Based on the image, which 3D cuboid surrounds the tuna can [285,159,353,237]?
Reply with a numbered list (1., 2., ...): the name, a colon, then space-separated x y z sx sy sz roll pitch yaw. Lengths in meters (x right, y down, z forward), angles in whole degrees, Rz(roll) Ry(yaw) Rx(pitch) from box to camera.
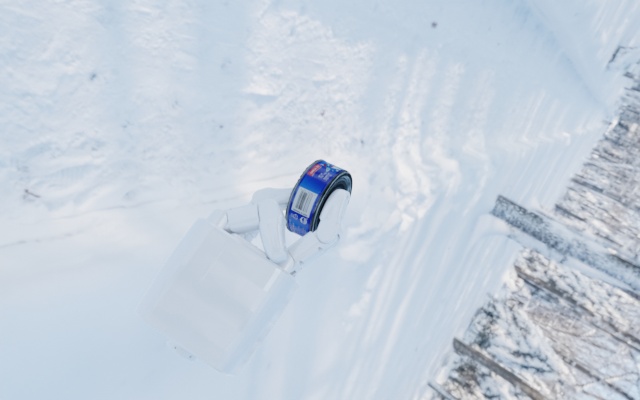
1. tuna can: 0.001 0.002 0.510 0.033 0.086 0.086 25 10 21
